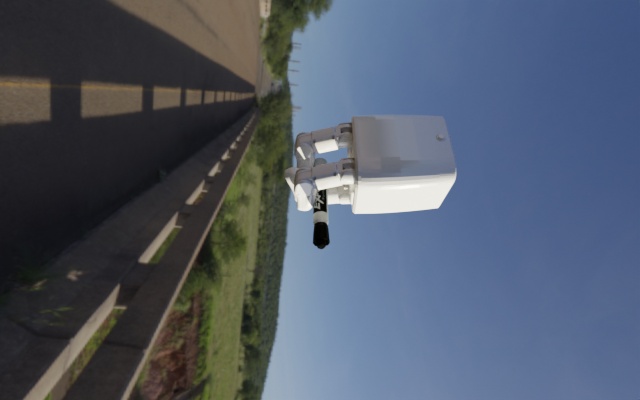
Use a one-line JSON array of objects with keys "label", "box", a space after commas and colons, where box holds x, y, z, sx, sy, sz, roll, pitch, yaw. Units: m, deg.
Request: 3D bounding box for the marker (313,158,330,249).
[{"label": "marker", "box": [0.000, 0.002, 0.550, 0.020, 0.121, 0.020, -1, -36, -1]}]
